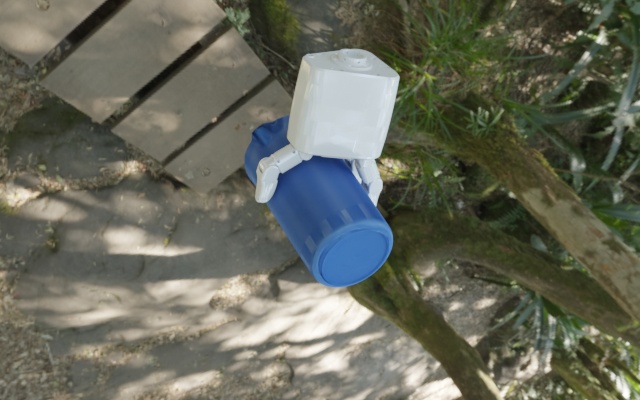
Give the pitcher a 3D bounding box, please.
[{"bbox_3d":[0.000,0.002,0.648,0.149,0.145,0.242,-6,39,-25],"label":"pitcher"}]
